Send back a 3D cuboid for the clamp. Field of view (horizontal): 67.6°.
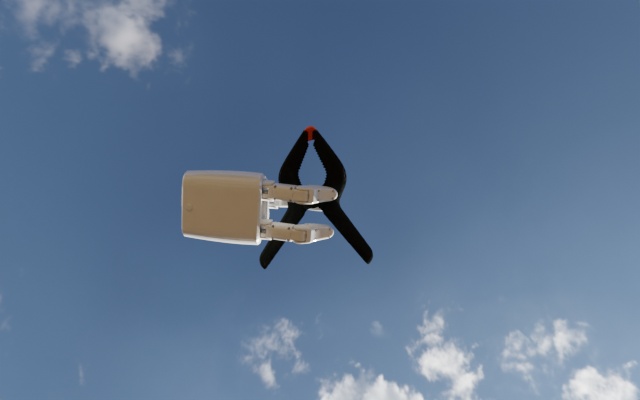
[{"bbox_3d":[0.000,0.001,0.678,0.164,0.210,0.036,4,13,-3],"label":"clamp"}]
